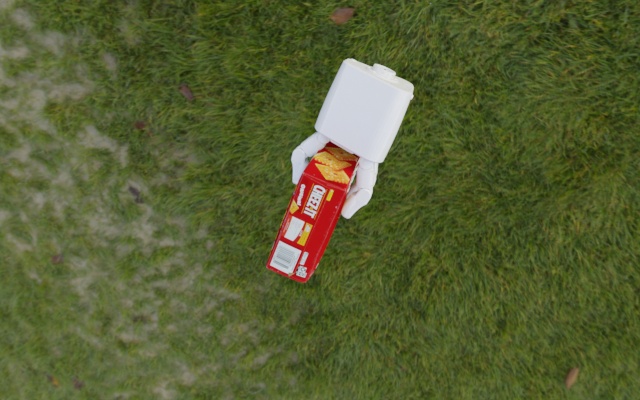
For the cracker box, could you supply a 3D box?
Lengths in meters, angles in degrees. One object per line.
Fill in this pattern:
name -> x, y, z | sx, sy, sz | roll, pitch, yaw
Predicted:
cracker box -> 0.000, 0.002, 0.741 | 0.072, 0.164, 0.213 | 24, 25, 3
